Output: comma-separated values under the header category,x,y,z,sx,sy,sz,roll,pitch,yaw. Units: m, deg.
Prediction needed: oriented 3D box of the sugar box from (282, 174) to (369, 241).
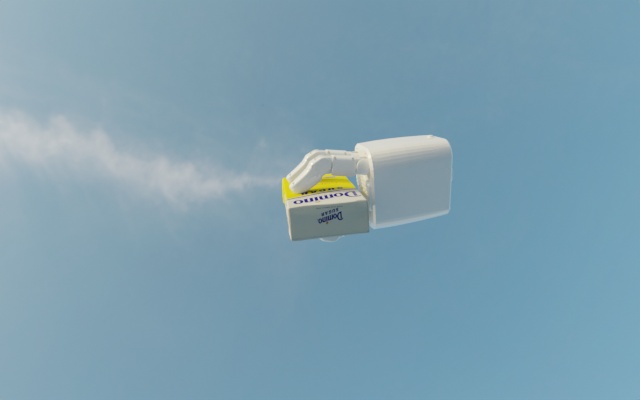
category,x,y,z,sx,sy,sz,roll,pitch,yaw
sugar box,0.000,0.001,0.617,0.093,0.048,0.176,-6,12,-6
